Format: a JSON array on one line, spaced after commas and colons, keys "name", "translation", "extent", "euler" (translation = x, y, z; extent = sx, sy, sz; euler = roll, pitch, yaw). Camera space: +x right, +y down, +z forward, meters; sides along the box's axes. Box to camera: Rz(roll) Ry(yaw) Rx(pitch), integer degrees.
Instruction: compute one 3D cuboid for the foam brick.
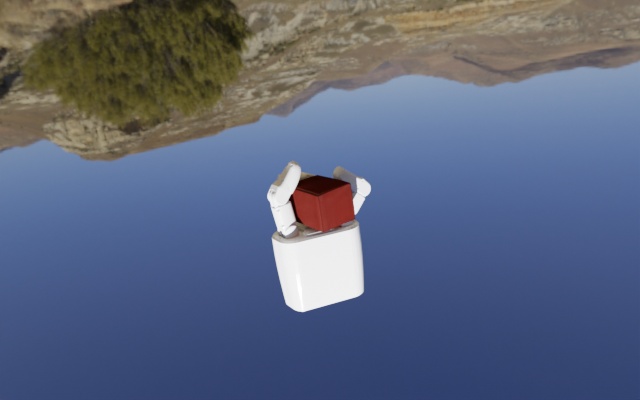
[{"name": "foam brick", "translation": [0.000, 0.002, 0.620], "extent": [0.053, 0.051, 0.078], "euler": [-20, 21, -30]}]
